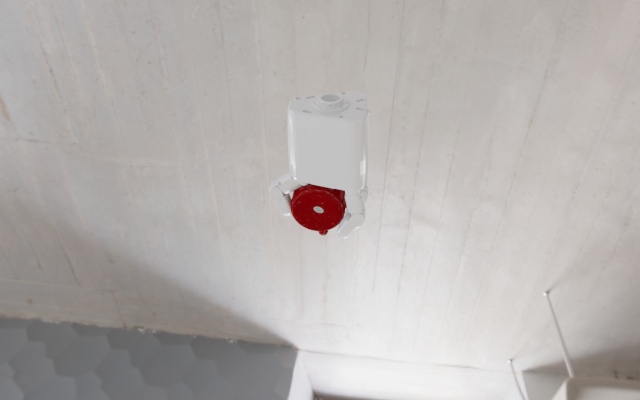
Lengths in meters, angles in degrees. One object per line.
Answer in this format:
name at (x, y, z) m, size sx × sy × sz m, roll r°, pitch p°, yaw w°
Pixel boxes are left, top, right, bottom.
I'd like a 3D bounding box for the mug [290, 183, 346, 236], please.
mug at (0.000, 0.004, 0.736) m, size 0.093 × 0.117 × 0.081 m, roll 1°, pitch 36°, yaw 7°
